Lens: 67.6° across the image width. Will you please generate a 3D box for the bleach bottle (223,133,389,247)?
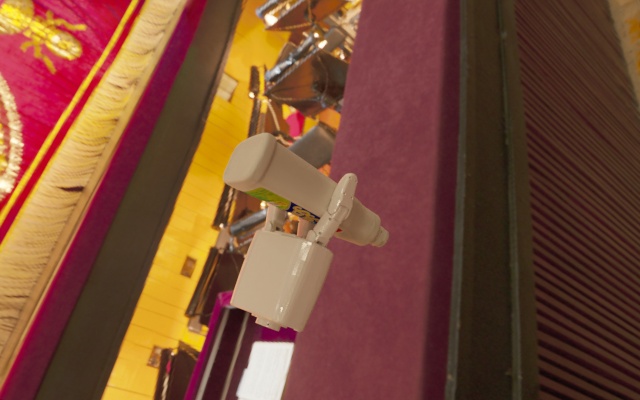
[{"bbox_3d":[0.000,0.002,0.642,0.251,0.068,0.102,29,-17,-29],"label":"bleach bottle"}]
